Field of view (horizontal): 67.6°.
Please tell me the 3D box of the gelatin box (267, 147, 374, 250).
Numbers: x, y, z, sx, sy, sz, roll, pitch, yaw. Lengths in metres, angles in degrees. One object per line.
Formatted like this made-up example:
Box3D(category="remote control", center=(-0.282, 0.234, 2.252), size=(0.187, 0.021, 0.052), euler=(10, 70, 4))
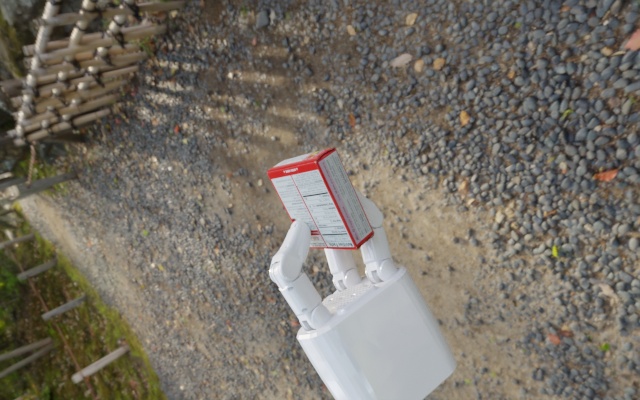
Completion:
Box3D(category="gelatin box", center=(0.000, 0.001, 0.433), size=(0.030, 0.089, 0.073), euler=(-38, 19, -36))
